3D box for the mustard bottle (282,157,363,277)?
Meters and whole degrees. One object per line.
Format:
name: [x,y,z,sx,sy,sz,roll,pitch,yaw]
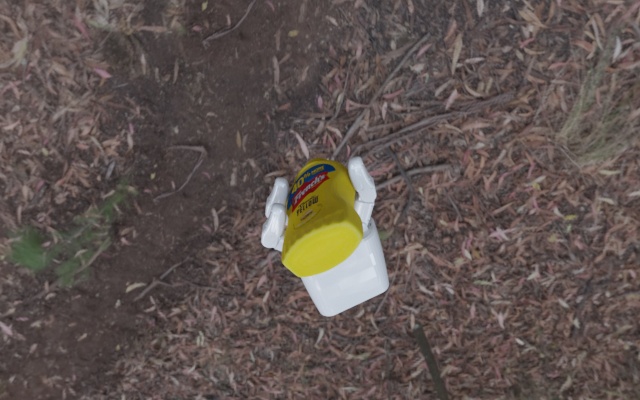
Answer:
mustard bottle: [0.000,0.002,0.591,0.096,0.058,0.191,-36,28,22]
